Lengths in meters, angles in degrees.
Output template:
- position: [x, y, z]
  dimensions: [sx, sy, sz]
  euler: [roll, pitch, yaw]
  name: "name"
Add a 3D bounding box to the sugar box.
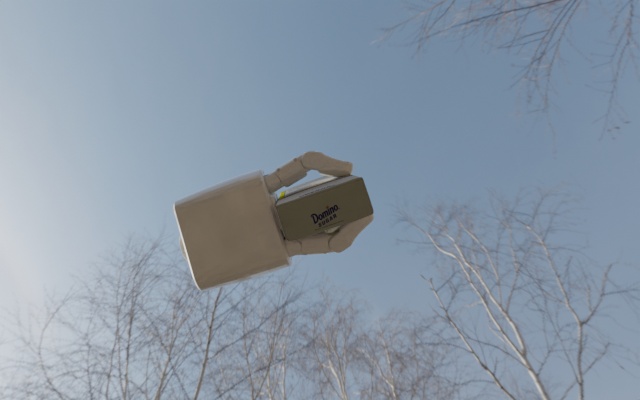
- position: [0.000, 0.002, 0.552]
  dimensions: [0.093, 0.048, 0.176]
  euler: [-19, 8, 0]
  name: "sugar box"
